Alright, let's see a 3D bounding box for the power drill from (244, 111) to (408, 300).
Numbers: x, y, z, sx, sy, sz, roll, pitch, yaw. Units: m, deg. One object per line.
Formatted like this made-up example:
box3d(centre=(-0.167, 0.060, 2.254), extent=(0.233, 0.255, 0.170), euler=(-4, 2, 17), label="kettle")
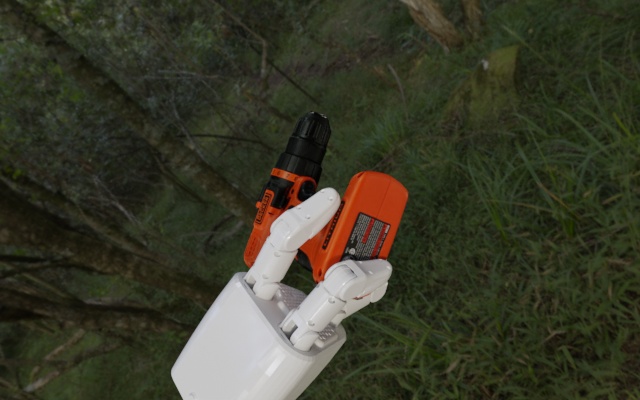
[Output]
box3d(centre=(0.000, 0.002, 0.460), extent=(0.057, 0.184, 0.187), euler=(20, -1, -29), label="power drill")
